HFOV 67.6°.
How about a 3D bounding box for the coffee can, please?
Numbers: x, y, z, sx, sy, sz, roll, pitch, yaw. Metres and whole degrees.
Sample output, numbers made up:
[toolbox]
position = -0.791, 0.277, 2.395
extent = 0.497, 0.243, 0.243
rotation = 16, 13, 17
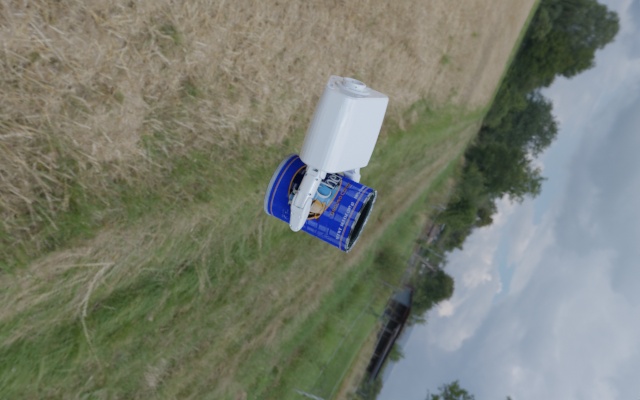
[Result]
[coffee can]
position = 0.000, 0.002, 0.721
extent = 0.140, 0.103, 0.103
rotation = 25, 6, 13
